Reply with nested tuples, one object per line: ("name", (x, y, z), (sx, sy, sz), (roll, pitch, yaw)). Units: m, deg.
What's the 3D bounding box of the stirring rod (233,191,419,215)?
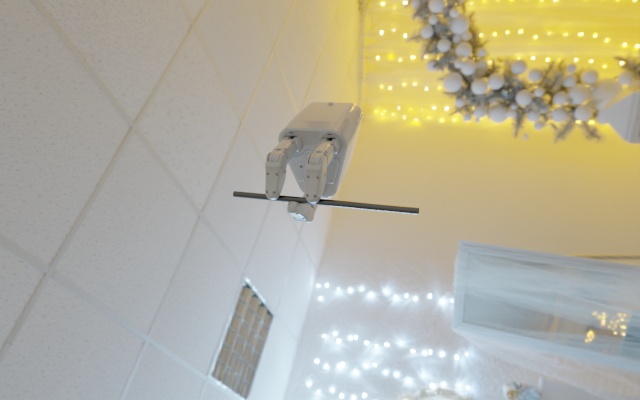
("stirring rod", (0.000, 0.002, 0.591), (0.239, 0.011, 0.011), (5, 2, 19))
